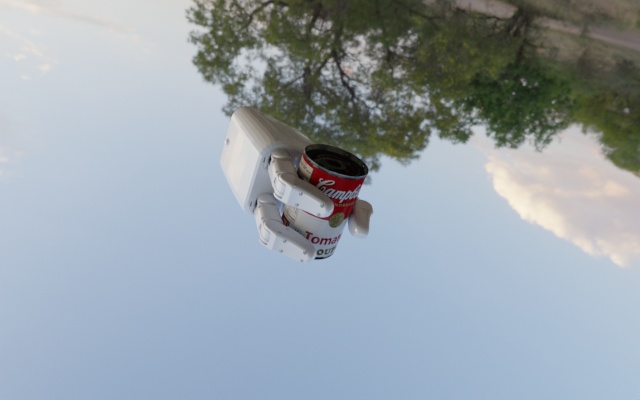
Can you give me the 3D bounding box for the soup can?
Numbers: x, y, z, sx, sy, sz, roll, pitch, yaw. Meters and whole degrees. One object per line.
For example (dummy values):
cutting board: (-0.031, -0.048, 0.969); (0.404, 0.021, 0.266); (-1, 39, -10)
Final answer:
soup can: (0.000, 0.002, 0.496); (0.068, 0.102, 0.068); (17, 26, -8)
